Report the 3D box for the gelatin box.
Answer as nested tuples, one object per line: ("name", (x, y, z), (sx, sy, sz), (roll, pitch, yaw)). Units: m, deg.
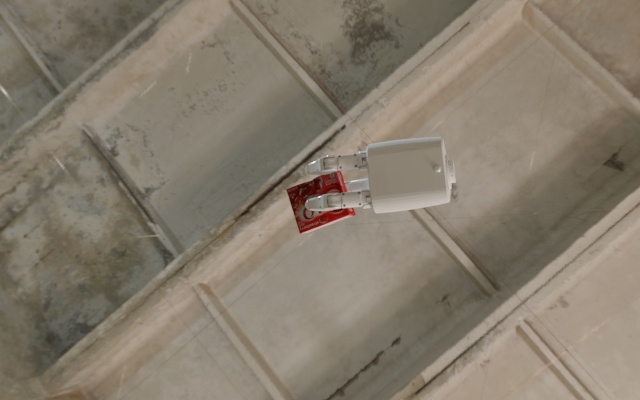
("gelatin box", (0.000, 0.003, 0.726), (0.089, 0.073, 0.030), (-21, -9, 21))
